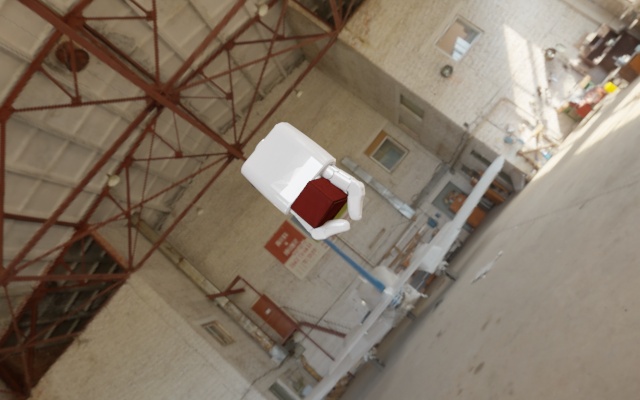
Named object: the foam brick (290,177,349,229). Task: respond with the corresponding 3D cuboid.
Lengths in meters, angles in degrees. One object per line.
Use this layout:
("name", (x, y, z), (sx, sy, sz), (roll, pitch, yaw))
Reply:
("foam brick", (0.000, 0.002, 0.720), (0.051, 0.053, 0.078), (41, 18, 11))
